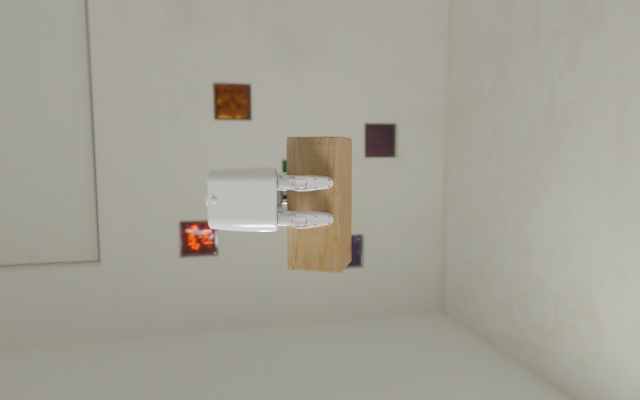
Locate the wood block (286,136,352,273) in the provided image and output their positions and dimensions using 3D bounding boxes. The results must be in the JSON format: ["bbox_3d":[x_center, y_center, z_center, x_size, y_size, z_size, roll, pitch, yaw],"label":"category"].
[{"bbox_3d":[0.000,0.003,0.769,0.090,0.206,0.091,1,6,13],"label":"wood block"}]
